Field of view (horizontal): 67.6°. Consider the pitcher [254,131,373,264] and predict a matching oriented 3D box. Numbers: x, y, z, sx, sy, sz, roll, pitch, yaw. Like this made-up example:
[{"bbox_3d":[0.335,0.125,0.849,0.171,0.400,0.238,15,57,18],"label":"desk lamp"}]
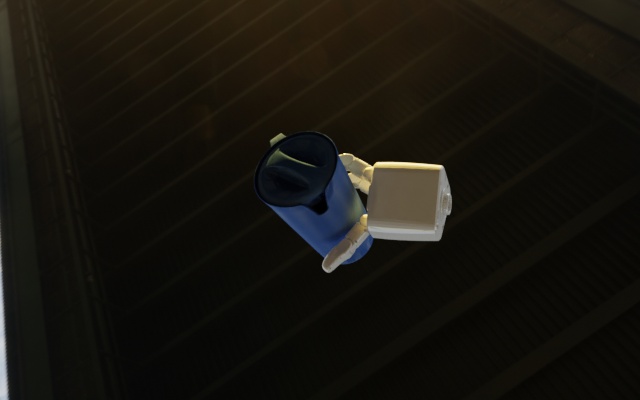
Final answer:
[{"bbox_3d":[0.000,0.003,0.785,0.145,0.149,0.243,3,-29,26],"label":"pitcher"}]
